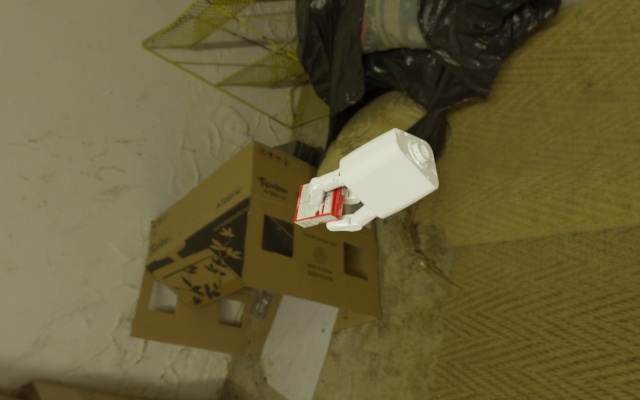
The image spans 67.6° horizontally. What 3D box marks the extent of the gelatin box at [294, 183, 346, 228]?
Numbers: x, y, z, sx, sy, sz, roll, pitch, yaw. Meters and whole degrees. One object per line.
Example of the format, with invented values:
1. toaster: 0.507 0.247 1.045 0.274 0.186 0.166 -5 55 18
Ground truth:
1. gelatin box: 0.000 0.003 0.816 0.089 0.073 0.030 -14 -34 40
